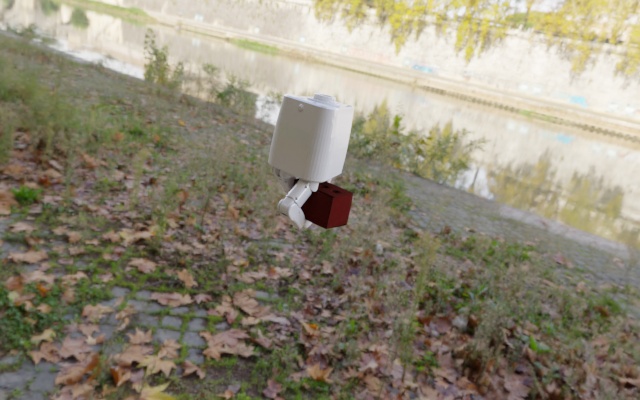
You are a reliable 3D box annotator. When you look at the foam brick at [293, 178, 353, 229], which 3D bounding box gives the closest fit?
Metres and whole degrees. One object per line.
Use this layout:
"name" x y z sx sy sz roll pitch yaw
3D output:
"foam brick" 0.000 0.002 0.708 0.078 0.051 0.053 24 20 32
